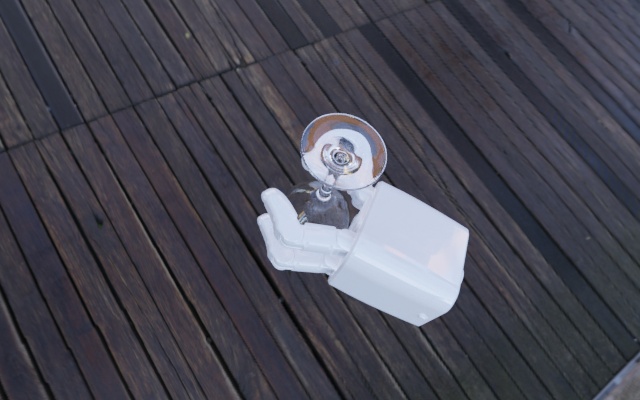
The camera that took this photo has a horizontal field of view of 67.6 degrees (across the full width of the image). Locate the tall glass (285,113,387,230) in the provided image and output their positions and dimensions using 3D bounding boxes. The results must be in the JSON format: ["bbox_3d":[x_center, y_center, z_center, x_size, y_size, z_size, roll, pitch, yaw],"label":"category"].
[{"bbox_3d":[0.000,0.001,0.480,0.079,0.079,0.201,0,-25,-13],"label":"tall glass"}]
